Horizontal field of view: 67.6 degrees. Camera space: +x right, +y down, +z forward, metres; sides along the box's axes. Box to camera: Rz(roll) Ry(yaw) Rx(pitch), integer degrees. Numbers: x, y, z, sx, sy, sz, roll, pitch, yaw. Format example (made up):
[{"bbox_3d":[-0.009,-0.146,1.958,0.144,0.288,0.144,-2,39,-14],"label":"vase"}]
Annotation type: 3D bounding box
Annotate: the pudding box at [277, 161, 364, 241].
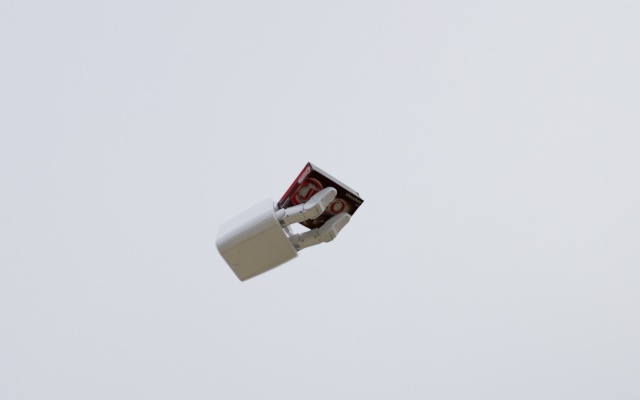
[{"bbox_3d":[0.000,0.003,0.778,0.113,0.090,0.039,29,18,-29],"label":"pudding box"}]
